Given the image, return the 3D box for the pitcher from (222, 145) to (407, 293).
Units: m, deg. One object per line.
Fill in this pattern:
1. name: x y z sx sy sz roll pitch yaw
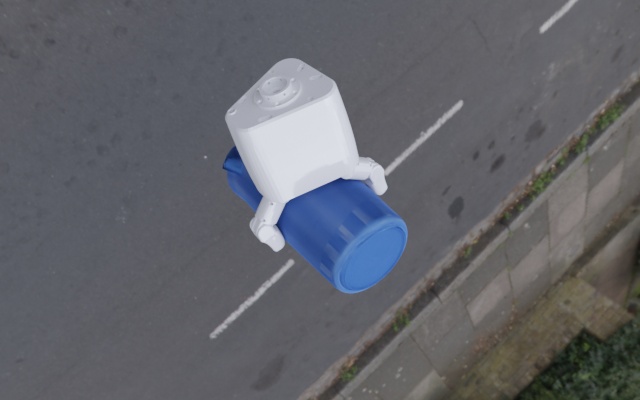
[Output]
1. pitcher: 0.000 0.002 0.612 0.149 0.145 0.242 -36 50 -14
